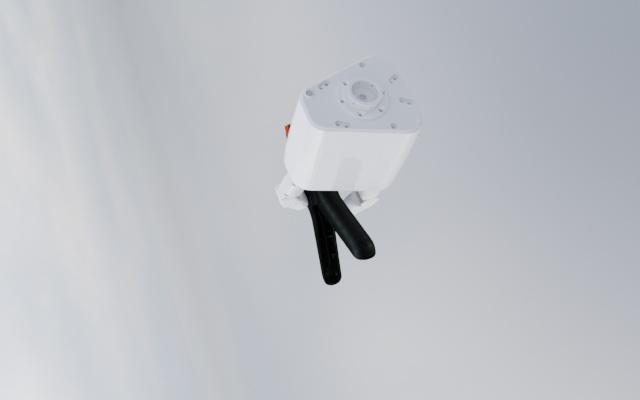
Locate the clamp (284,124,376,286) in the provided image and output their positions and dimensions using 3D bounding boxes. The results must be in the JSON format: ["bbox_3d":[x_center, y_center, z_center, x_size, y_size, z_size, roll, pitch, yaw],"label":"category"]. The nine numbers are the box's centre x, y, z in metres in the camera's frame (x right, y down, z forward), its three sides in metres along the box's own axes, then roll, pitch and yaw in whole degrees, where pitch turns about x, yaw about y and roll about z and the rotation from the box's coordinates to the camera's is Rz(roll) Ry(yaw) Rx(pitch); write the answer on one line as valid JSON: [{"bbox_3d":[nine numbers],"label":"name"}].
[{"bbox_3d":[-0.001,0.002,0.589,0.036,0.210,0.165,-15,-23,-18],"label":"clamp"}]
